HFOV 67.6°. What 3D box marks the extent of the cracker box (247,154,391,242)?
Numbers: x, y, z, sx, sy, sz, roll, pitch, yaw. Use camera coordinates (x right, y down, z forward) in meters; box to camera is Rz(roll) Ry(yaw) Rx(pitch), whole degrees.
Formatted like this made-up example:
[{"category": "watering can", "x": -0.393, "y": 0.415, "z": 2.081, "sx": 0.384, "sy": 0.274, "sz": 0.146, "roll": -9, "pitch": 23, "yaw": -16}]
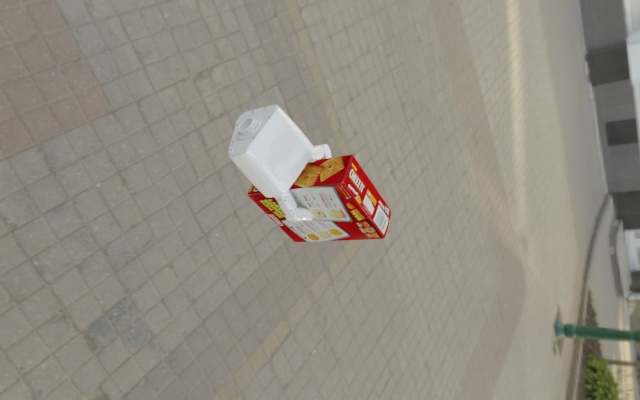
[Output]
[{"category": "cracker box", "x": 0.000, "y": 0.003, "z": 0.882, "sx": 0.214, "sy": 0.072, "sz": 0.164, "roll": -5, "pitch": -40, "yaw": 36}]
